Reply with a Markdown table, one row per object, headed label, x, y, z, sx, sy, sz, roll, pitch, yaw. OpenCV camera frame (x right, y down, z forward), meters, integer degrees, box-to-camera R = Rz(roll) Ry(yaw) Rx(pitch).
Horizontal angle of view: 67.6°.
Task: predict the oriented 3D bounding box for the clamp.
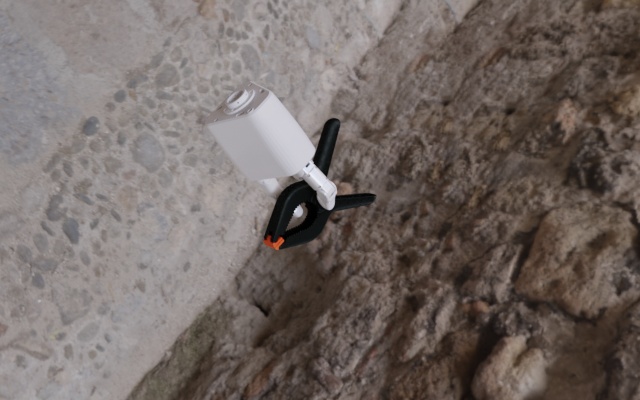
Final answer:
| label | x | y | z | sx | sy | sz | roll | pitch | yaw |
| --- | --- | --- | --- | --- | --- | --- | --- | --- | --- |
| clamp | 0.000 | 0.003 | 0.726 | 0.036 | 0.210 | 0.165 | 13 | -32 | 50 |
